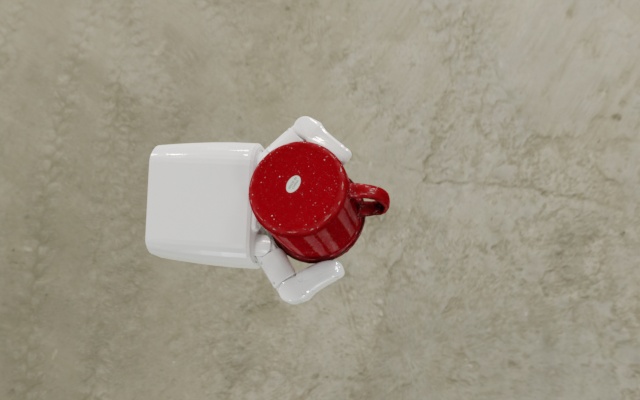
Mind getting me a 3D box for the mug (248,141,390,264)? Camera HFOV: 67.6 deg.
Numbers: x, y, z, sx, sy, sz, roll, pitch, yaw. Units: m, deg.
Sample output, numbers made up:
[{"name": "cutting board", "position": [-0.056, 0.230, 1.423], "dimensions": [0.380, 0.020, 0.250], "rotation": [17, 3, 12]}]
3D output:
[{"name": "mug", "position": [0.001, 0.001, 0.407], "dimensions": [0.117, 0.093, 0.081], "rotation": [1, -18, 12]}]
